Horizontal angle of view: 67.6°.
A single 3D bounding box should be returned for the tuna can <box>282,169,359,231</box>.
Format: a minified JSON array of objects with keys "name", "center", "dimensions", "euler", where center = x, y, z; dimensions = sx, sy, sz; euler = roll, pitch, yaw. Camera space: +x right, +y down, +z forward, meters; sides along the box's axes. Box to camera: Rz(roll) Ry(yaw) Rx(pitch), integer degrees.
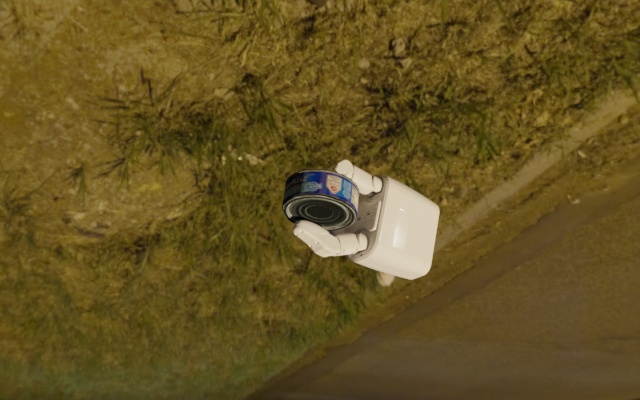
[{"name":"tuna can","center":[0.000,0.002,0.539],"dimensions":[0.086,0.033,0.086],"euler":[5,-30,3]}]
